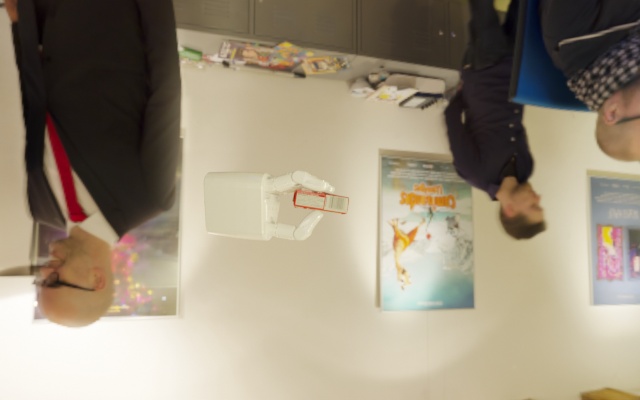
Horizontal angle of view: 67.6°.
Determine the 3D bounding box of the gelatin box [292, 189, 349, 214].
[{"bbox_3d":[0.000,0.003,0.789,0.089,0.030,0.073,9,-3,0],"label":"gelatin box"}]
